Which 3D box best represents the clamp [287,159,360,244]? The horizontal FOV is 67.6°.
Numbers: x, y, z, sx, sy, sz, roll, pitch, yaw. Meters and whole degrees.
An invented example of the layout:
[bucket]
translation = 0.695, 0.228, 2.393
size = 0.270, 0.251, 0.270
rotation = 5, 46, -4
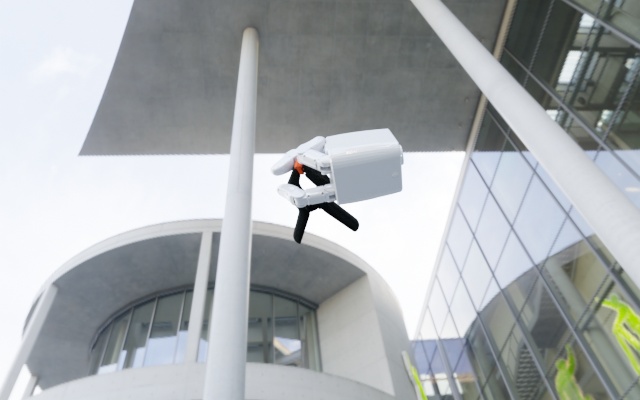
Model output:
[clamp]
translation = 0.000, 0.002, 0.810
size = 0.120, 0.172, 0.039
rotation = -10, 39, 1
